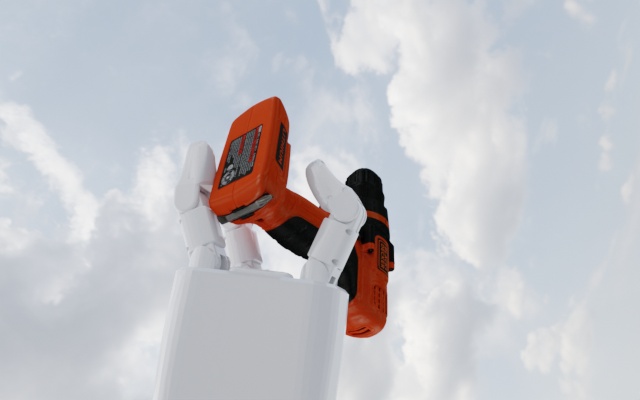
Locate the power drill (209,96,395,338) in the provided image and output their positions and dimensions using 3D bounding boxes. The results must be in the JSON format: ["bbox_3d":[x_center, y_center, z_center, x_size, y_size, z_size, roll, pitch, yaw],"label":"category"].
[{"bbox_3d":[0.000,0.001,0.412,0.057,0.184,0.188,-26,-50,29],"label":"power drill"}]
